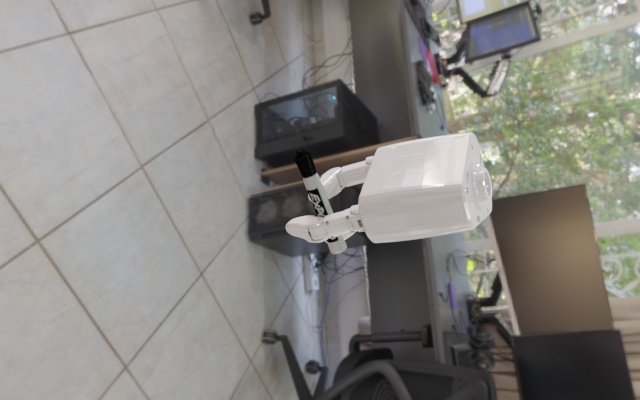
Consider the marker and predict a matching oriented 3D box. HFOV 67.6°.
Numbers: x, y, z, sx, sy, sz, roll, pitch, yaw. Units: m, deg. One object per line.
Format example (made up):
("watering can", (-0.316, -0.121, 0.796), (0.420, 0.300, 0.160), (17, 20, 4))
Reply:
("marker", (0.000, 0.002, 0.510), (0.020, 0.121, 0.020), (-19, 19, 7))
